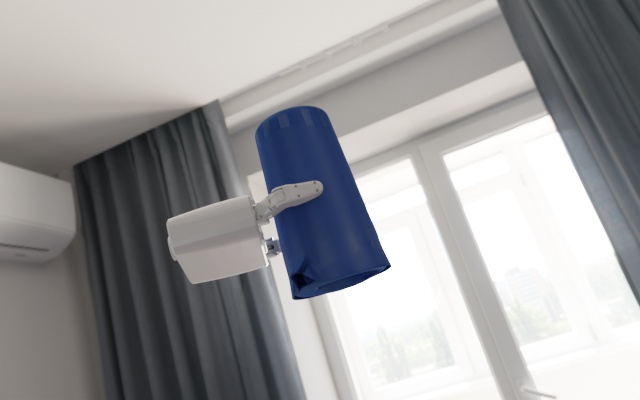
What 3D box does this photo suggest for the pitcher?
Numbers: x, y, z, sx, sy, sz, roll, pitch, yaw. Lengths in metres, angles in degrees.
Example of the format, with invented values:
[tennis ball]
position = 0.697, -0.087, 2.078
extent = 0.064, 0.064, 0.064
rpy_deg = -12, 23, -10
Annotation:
[pitcher]
position = 0.000, 0.002, 0.646
extent = 0.145, 0.242, 0.149
rpy_deg = -16, -17, -7
